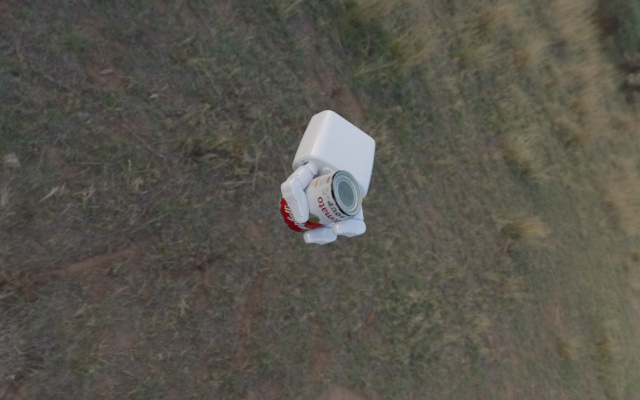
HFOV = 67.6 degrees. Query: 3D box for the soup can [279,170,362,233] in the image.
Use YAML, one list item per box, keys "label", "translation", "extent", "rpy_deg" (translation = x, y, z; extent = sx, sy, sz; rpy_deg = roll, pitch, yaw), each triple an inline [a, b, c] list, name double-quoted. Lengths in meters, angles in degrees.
- label: "soup can"
  translation: [0.000, 0.002, 0.680]
  extent: [0.102, 0.068, 0.068]
  rpy_deg: [-18, -11, 38]
